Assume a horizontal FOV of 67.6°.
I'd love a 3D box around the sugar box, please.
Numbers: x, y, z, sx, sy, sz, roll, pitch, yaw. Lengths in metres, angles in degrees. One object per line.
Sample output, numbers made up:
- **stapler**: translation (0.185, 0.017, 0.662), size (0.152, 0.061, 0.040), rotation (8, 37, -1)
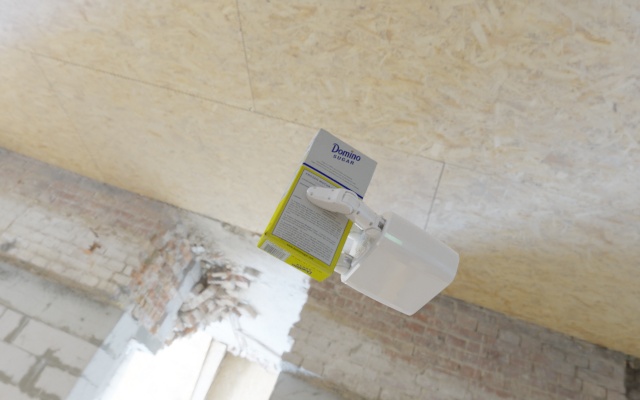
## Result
- **sugar box**: translation (0.000, 0.002, 0.603), size (0.093, 0.176, 0.048), rotation (31, -33, -9)
